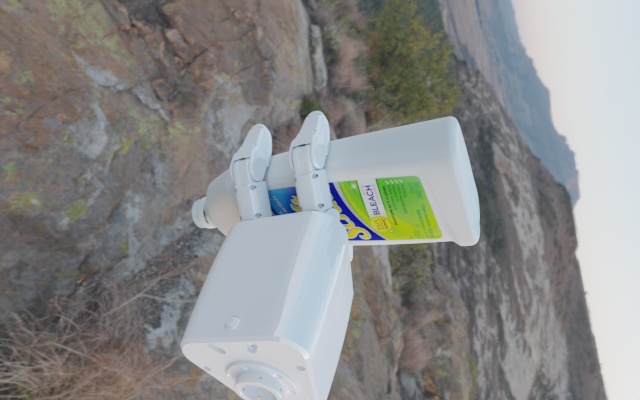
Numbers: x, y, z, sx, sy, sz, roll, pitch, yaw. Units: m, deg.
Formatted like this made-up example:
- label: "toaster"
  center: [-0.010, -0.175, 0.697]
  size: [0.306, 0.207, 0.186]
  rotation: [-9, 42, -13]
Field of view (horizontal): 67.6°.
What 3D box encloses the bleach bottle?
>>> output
- label: "bleach bottle"
  center: [0.000, 0.001, 0.415]
  size: [0.251, 0.103, 0.068]
  rotation: [-9, 37, 25]
